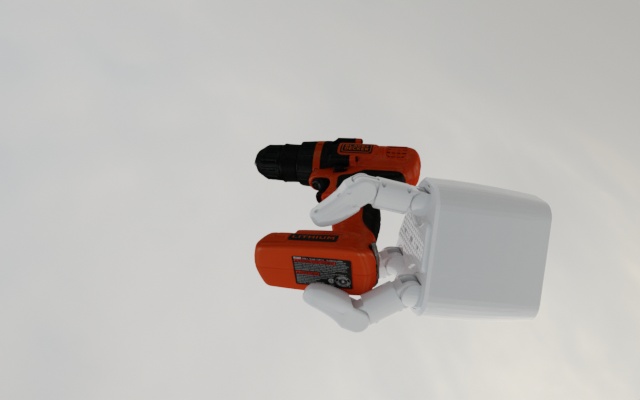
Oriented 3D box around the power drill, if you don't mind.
[{"bbox_3d":[0.000,0.002,0.471,0.184,0.057,0.187,2,40,15],"label":"power drill"}]
